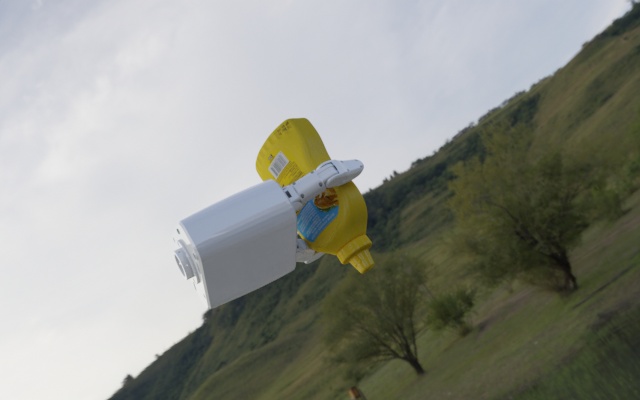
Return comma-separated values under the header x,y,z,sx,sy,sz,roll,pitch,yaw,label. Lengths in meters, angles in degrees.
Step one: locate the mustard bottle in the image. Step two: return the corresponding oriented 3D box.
x,y,z,sx,sy,sz,roll,pitch,yaw,label
0.000,0.002,0.556,0.058,0.191,0.096,-13,-29,-48,mustard bottle
